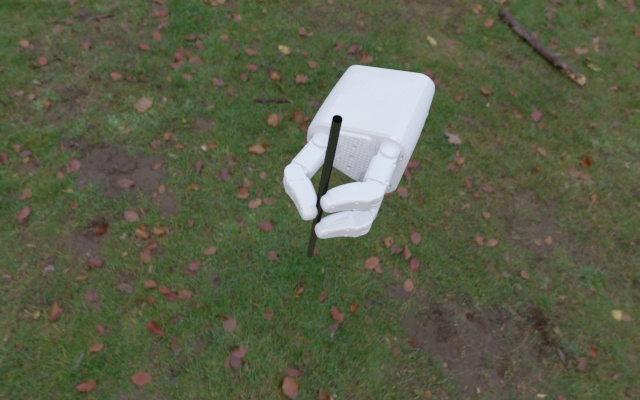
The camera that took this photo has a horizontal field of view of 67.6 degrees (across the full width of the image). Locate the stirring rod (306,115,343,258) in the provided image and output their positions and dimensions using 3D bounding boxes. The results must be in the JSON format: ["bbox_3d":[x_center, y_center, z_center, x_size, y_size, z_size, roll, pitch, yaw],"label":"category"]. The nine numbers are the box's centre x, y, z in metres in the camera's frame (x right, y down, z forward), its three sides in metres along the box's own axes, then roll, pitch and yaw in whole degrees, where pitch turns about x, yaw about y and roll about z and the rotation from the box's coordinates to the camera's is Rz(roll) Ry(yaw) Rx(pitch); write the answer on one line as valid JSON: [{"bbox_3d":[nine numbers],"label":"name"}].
[{"bbox_3d":[0.000,0.001,0.455,0.011,0.011,0.240,0,-31,-7],"label":"stirring rod"}]
